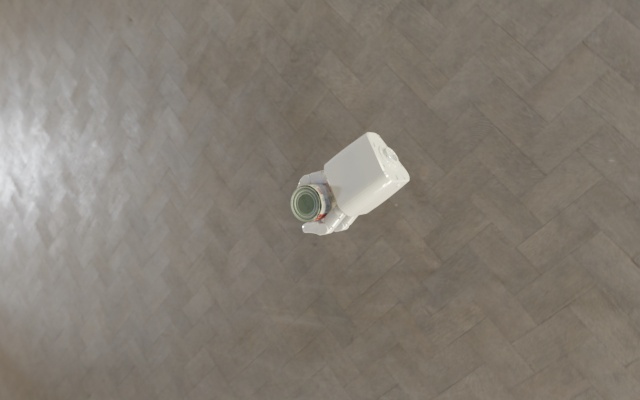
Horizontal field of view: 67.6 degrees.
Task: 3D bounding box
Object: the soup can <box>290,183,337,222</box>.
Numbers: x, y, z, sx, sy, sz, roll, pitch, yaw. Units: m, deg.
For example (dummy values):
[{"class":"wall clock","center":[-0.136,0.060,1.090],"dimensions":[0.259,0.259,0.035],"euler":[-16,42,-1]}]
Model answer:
[{"class":"soup can","center":[0.000,0.003,0.887],"dimensions":[0.068,0.068,0.102],"euler":[0,4,33]}]
